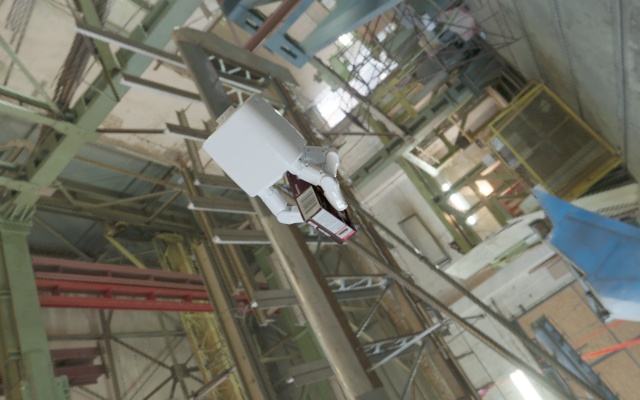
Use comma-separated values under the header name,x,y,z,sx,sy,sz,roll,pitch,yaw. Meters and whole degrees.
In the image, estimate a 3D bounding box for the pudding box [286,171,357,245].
name,x,y,z,sx,sy,sz,roll,pitch,yaw
pudding box,0.000,0.002,0.720,0.039,0.113,0.090,-39,-47,18
